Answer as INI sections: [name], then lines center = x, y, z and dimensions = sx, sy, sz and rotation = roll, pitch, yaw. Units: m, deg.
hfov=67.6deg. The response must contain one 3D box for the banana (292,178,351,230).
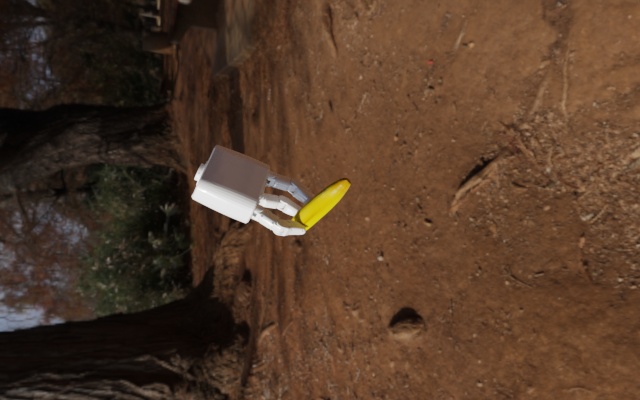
[banana]
center = -0.011, 0.016, 0.866
dimensions = 0.069, 0.037, 0.198
rotation = -50, 4, -32
